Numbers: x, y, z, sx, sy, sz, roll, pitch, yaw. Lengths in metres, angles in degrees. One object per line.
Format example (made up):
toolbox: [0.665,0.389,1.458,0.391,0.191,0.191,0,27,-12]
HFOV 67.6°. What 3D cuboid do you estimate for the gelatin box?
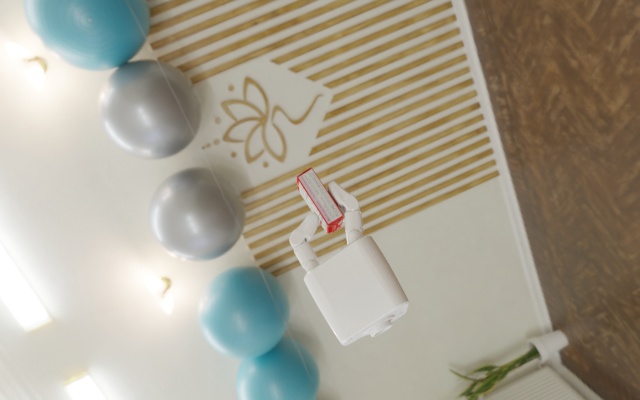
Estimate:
gelatin box: [0.000,0.002,0.707,0.030,0.089,0.073,-33,-10,-7]
